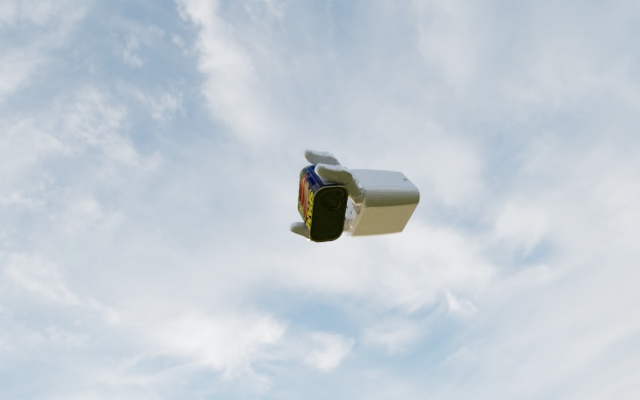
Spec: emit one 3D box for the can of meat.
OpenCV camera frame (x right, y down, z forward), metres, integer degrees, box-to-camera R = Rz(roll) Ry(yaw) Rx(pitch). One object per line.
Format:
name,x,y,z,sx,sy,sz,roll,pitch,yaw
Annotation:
can of meat,0.000,0.002,0.773,0.057,0.102,0.084,-5,32,-19
